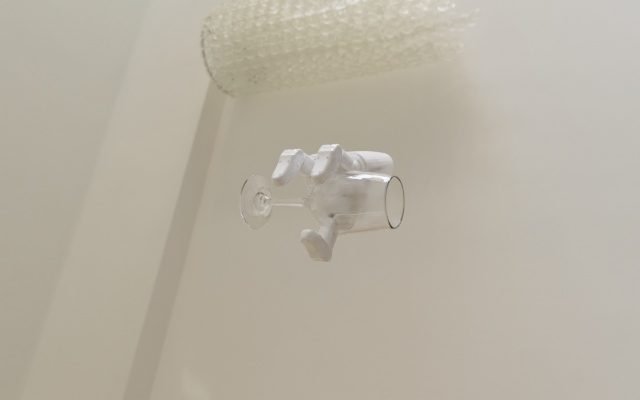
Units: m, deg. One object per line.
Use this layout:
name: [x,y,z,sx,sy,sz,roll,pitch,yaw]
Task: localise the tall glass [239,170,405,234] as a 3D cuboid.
tall glass: [-0.001,0.002,0.598,0.201,0.079,0.079,0,0,30]
